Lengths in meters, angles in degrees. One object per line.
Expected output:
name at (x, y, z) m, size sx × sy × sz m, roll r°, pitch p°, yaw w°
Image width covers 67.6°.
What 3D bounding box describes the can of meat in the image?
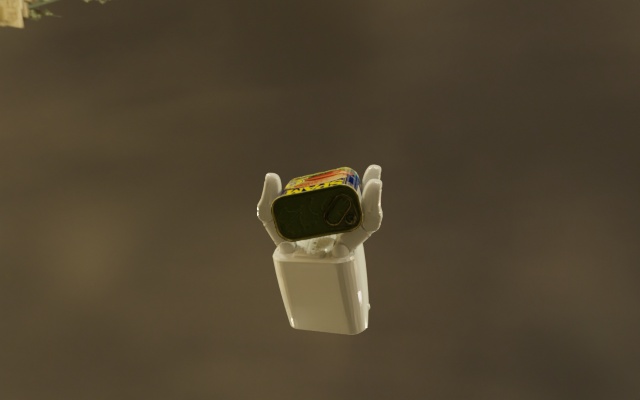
can of meat at (0.000, 0.002, 0.573) m, size 0.102 × 0.057 × 0.084 m, roll -11°, pitch 17°, yaw 11°
